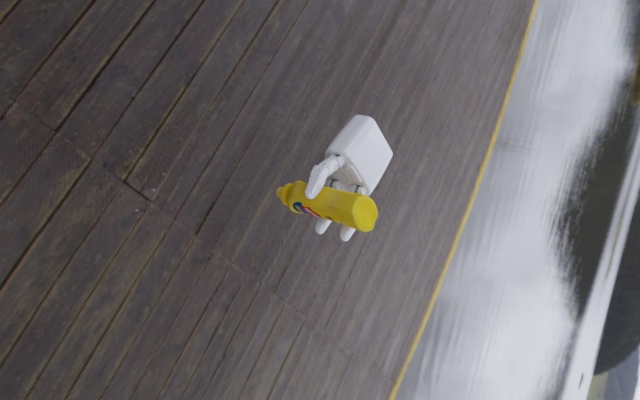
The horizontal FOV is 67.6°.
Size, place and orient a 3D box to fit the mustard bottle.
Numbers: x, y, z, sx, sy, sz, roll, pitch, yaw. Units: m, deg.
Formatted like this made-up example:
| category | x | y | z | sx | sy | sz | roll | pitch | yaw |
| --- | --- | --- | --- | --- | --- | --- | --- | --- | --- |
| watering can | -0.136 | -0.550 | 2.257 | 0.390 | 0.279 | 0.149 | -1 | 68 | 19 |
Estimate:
| category | x | y | z | sx | sy | sz | roll | pitch | yaw |
| --- | --- | --- | --- | --- | --- | --- | --- | --- | --- |
| mustard bottle | 0.000 | 0.003 | 0.849 | 0.191 | 0.058 | 0.096 | 15 | -11 | 32 |
